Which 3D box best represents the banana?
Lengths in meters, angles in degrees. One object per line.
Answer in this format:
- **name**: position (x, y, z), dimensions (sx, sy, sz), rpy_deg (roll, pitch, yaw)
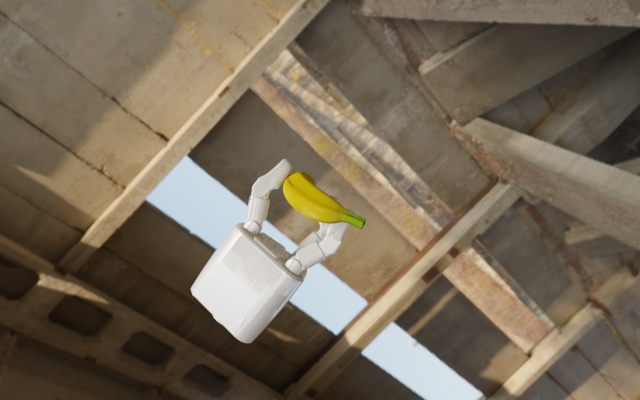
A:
- **banana**: position (-0.014, -0.006, 0.586), dimensions (0.070, 0.037, 0.197), rpy_deg (30, 6, -24)
